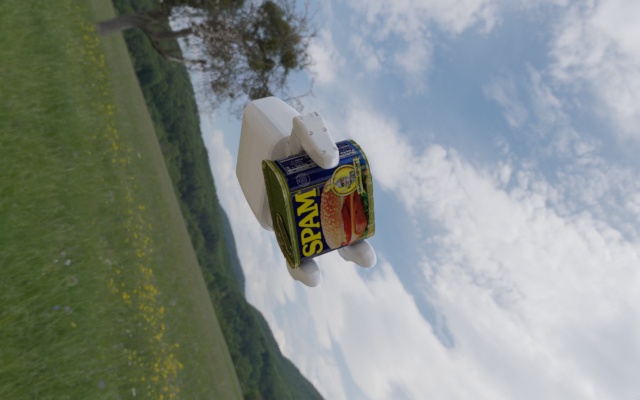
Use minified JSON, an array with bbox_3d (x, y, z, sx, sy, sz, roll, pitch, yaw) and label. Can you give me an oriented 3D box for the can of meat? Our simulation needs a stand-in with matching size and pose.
[{"bbox_3d":[0.000,0.001,0.435,0.084,0.102,0.057,-18,35,-17],"label":"can of meat"}]
